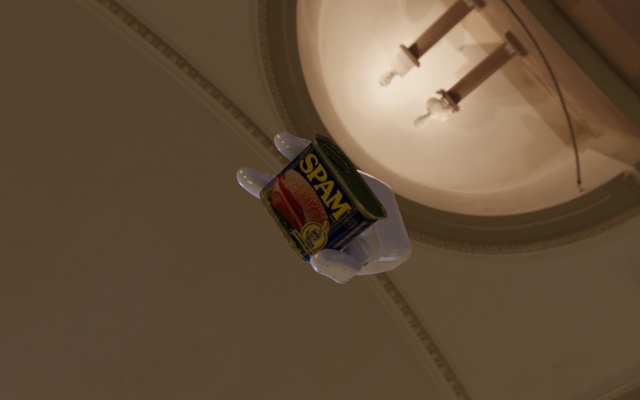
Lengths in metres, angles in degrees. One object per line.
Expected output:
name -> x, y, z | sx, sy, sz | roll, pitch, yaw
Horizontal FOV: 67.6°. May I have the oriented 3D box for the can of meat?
can of meat -> 0.000, 0.002, 0.467 | 0.084, 0.102, 0.057 | -41, -20, 20
